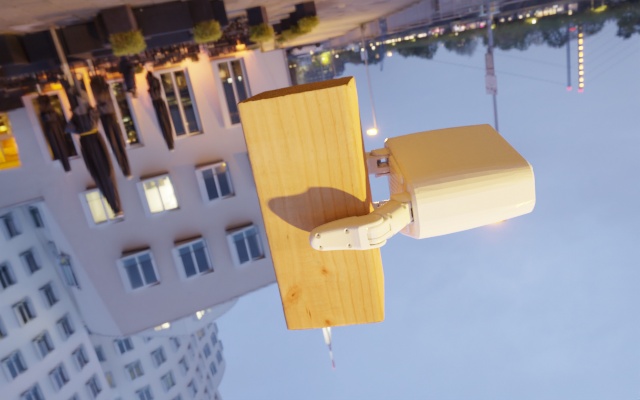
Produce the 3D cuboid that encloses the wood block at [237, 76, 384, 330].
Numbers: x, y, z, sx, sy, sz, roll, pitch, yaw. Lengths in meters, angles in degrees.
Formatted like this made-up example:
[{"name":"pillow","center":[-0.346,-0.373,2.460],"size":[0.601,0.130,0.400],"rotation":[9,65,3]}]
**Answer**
[{"name":"wood block","center":[0.000,0.002,0.433],"size":[0.090,0.206,0.090],"rotation":[-8,17,10]}]
